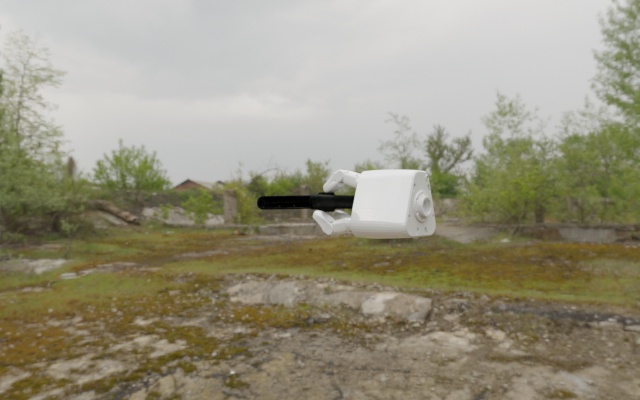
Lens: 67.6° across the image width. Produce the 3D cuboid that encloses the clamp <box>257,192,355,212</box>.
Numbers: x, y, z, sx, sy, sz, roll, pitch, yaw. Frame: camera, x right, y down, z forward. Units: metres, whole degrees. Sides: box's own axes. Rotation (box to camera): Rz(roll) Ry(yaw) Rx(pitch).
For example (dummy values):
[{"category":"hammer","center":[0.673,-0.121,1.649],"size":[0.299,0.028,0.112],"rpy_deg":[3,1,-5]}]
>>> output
[{"category":"clamp","center":[0.001,0.002,0.881],"size":[0.164,0.036,0.210],"rpy_deg":[0,0,43]}]
